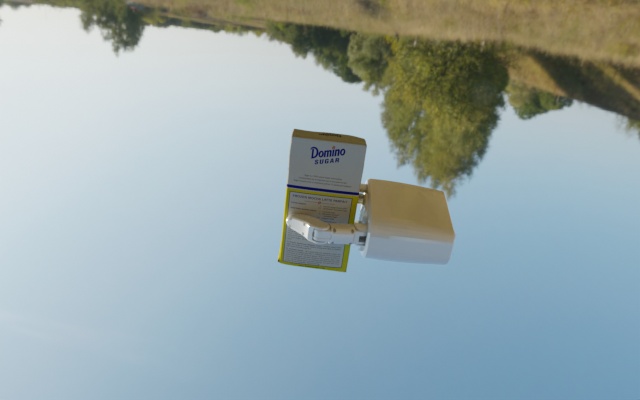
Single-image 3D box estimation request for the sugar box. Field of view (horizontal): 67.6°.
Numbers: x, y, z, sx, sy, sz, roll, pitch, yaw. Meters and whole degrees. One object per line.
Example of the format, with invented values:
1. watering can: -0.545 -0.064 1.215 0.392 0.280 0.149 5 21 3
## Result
1. sugar box: 0.000 0.002 0.611 0.093 0.176 0.048 7 20 -2
